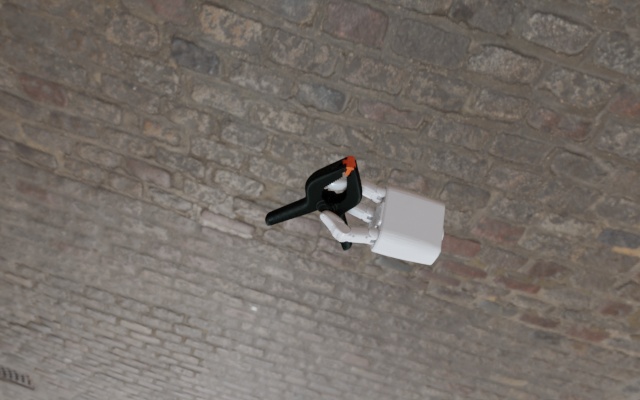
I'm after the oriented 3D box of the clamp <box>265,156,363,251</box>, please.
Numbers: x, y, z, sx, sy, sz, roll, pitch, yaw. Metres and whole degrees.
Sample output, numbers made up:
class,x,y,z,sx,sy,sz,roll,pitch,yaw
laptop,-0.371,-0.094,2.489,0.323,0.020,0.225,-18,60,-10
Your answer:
class,x,y,z,sx,sy,sz,roll,pitch,yaw
clamp,0.000,0.003,0.796,0.164,0.036,0.210,14,-42,-7
